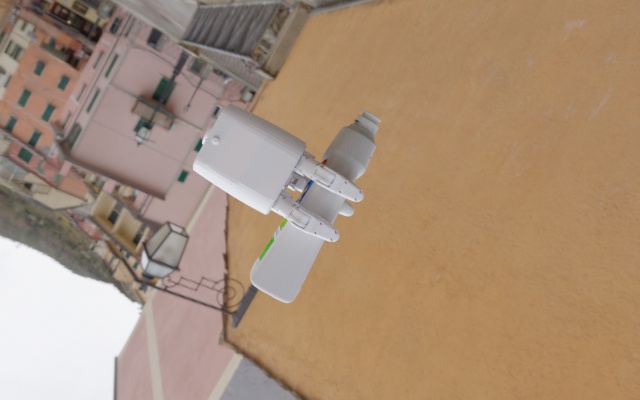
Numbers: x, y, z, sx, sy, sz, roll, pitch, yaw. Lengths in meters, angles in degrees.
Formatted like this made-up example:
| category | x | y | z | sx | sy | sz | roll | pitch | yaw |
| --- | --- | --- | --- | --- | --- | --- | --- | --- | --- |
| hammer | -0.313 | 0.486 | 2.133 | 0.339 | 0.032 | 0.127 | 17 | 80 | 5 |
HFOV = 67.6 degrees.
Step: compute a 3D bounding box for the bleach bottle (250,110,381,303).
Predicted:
| category | x | y | z | sx | sy | sz | roll | pitch | yaw |
| --- | --- | --- | --- | --- | --- | --- | --- | --- | --- |
| bleach bottle | 0.000 | 0.002 | 0.608 | 0.068 | 0.251 | 0.102 | 30 | 4 | -4 |
